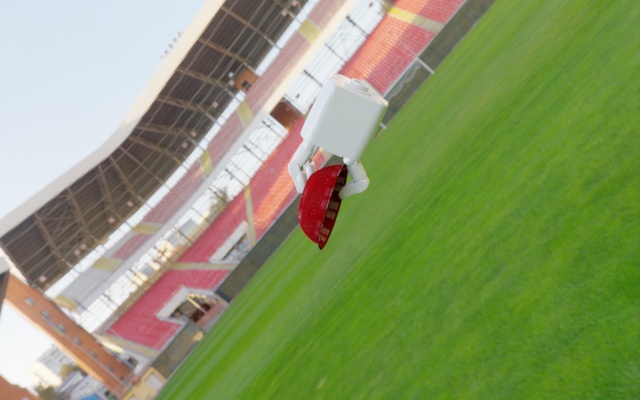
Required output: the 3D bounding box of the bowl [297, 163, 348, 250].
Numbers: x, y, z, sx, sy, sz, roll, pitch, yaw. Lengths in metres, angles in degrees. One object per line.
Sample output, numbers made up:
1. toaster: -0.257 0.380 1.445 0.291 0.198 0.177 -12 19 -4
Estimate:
1. bowl: -0.001 0.004 0.841 0.055 0.162 0.162 16 3 9
